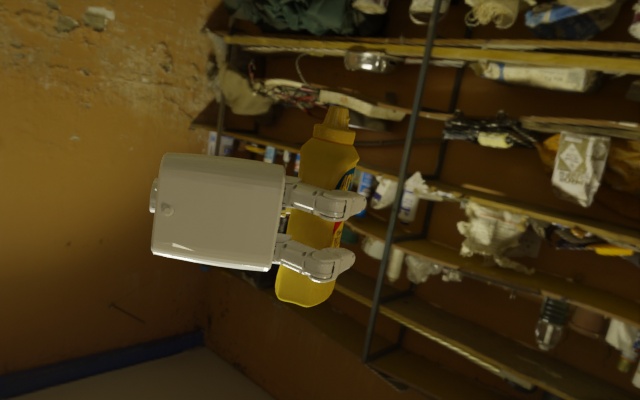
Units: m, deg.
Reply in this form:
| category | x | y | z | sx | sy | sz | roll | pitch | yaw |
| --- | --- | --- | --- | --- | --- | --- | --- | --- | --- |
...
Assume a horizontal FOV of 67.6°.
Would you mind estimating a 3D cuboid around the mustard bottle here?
| category | x | y | z | sx | sy | sz | roll | pitch | yaw |
| --- | --- | --- | --- | --- | --- | --- | --- | --- | --- |
| mustard bottle | 0.000 | 0.002 | 0.479 | 0.058 | 0.192 | 0.096 | 13 | 12 | 13 |
